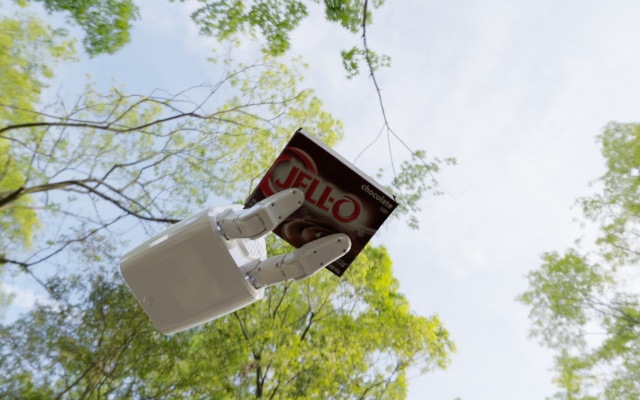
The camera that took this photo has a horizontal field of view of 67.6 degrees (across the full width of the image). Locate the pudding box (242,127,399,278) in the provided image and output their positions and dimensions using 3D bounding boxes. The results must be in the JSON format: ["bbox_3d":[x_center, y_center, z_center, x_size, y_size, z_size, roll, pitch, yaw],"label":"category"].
[{"bbox_3d":[0.000,0.001,0.438,0.113,0.090,0.039,34,16,-7],"label":"pudding box"}]
